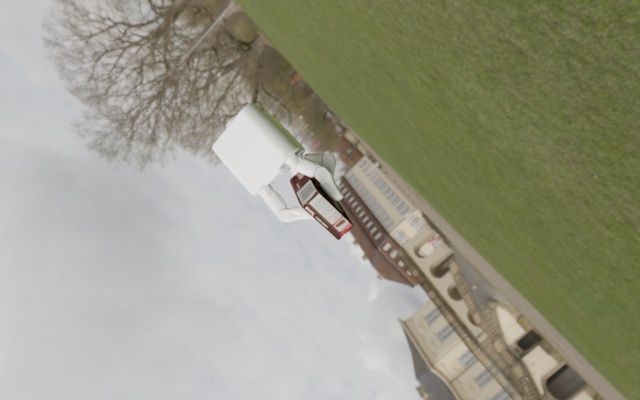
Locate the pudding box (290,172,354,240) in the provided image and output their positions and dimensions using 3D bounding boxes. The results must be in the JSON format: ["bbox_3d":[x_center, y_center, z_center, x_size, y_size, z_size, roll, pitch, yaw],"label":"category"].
[{"bbox_3d":[0.000,0.003,0.765,0.090,0.039,0.113,43,10,-26],"label":"pudding box"}]
